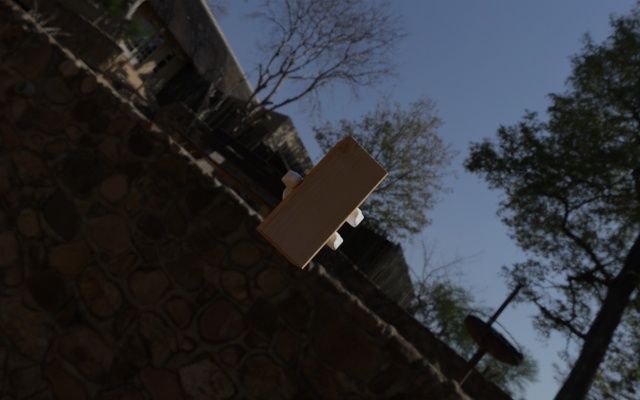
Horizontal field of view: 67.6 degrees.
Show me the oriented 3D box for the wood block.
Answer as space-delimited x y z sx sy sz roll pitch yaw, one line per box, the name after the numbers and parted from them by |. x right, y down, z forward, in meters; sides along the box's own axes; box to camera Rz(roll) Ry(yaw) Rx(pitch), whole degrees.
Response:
0.000 0.002 0.785 0.091 0.206 0.090 44 -10 -8 | wood block
